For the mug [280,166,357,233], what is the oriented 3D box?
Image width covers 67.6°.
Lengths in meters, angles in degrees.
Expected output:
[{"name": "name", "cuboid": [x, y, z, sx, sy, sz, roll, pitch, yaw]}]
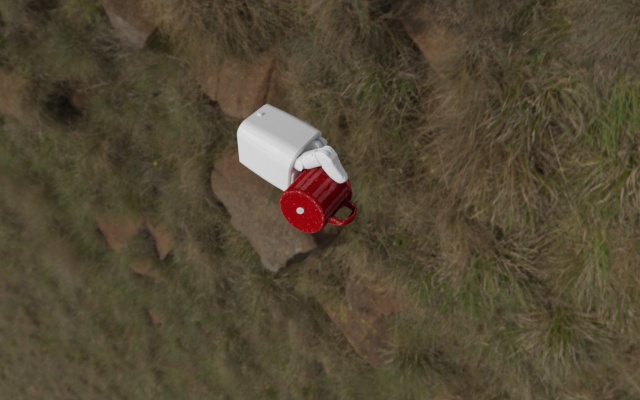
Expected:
[{"name": "mug", "cuboid": [0.001, 0.003, 0.738, 0.117, 0.093, 0.081, 30, 46, 12]}]
